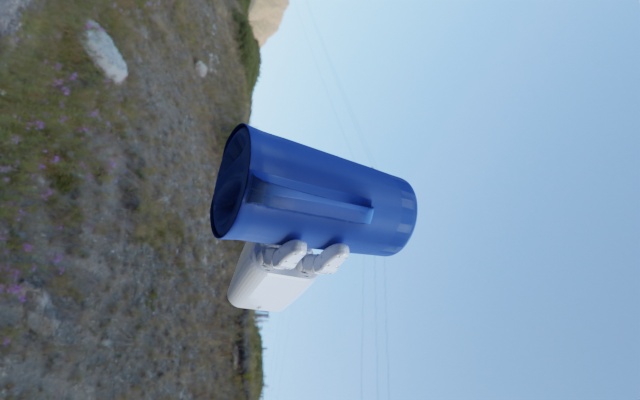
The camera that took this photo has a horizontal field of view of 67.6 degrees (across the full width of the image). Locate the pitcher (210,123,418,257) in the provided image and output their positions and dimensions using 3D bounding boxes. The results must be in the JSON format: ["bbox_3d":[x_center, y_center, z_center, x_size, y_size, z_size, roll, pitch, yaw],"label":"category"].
[{"bbox_3d":[0.000,0.002,0.580,0.243,0.149,0.145,12,-44,-26],"label":"pitcher"}]
